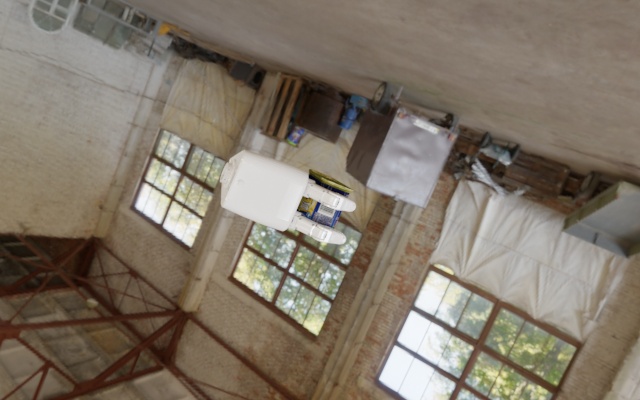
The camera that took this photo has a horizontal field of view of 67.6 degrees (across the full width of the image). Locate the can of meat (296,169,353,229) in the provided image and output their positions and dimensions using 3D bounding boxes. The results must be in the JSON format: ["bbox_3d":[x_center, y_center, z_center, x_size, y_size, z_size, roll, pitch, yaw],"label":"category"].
[{"bbox_3d":[0.000,0.003,0.787,0.057,0.084,0.102,21,7,-23],"label":"can of meat"}]
